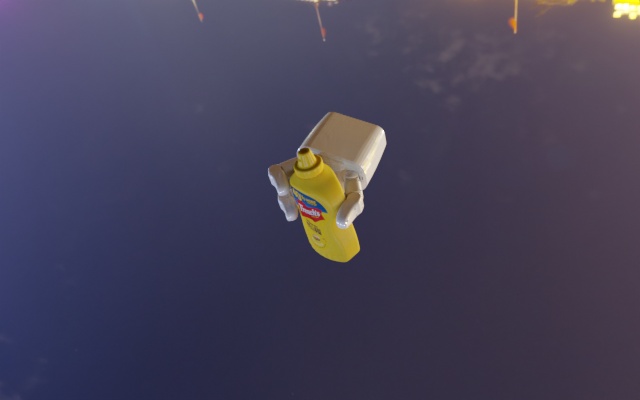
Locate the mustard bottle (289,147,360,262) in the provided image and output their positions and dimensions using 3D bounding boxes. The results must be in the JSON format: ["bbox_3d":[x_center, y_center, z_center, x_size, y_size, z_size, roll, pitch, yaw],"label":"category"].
[{"bbox_3d":[0.000,0.003,0.705,0.058,0.192,0.096,-37,44,-22],"label":"mustard bottle"}]
